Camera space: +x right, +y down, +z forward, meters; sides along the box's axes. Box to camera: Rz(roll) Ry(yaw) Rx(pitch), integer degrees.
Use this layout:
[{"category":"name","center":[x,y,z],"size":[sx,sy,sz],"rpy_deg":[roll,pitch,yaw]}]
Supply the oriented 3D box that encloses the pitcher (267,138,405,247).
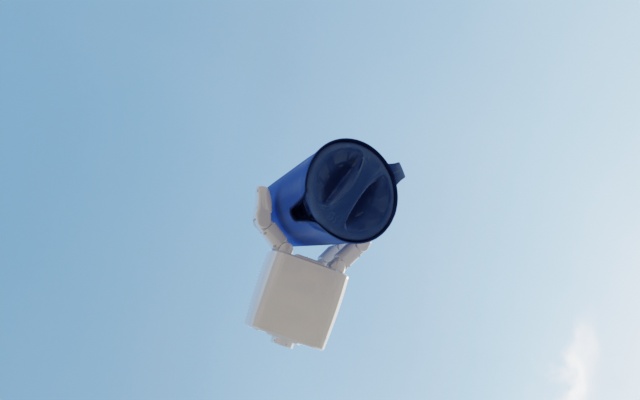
[{"category":"pitcher","center":[0.000,0.002,0.695],"size":[0.149,0.145,0.243],"rpy_deg":[25,-19,-21]}]
